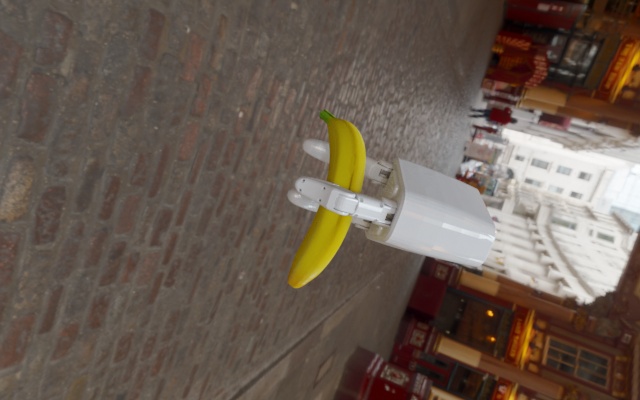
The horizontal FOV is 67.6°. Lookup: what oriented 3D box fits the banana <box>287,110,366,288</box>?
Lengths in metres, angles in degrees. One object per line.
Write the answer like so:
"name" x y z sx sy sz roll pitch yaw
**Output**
"banana" 0.011 -0.002 0.500 0.037 0.197 0.069 18 -10 -32
